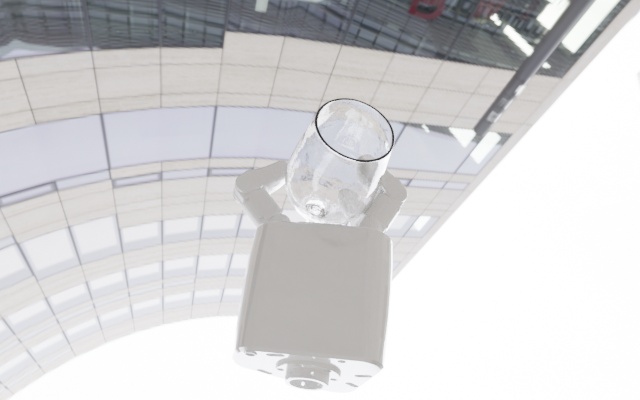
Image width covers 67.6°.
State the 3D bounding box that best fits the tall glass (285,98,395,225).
[{"bbox_3d":[0.000,0.002,0.429,0.079,0.079,0.201,0,-33,-18],"label":"tall glass"}]
